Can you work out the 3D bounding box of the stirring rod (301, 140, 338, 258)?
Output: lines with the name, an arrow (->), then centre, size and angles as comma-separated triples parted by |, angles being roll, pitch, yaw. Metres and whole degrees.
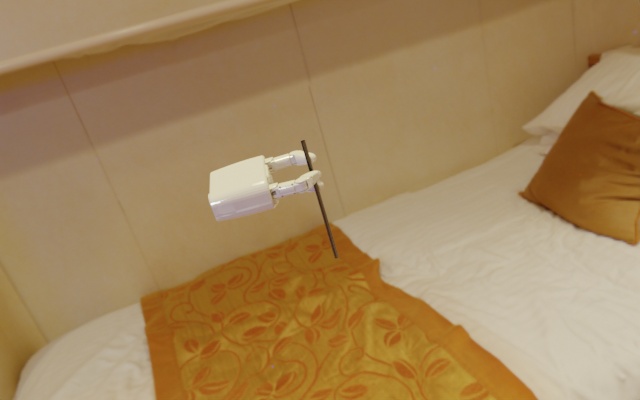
stirring rod -> 0.000, 0.003, 0.880 | 0.011, 0.240, 0.011 | -14, 22, 6
